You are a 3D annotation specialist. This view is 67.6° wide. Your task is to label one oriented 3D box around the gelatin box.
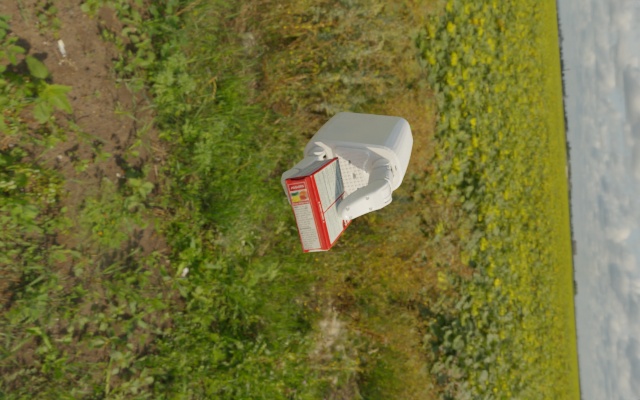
[{"bbox_3d":[0.000,0.002,0.476,0.030,0.073,0.089,-8,14,21],"label":"gelatin box"}]
